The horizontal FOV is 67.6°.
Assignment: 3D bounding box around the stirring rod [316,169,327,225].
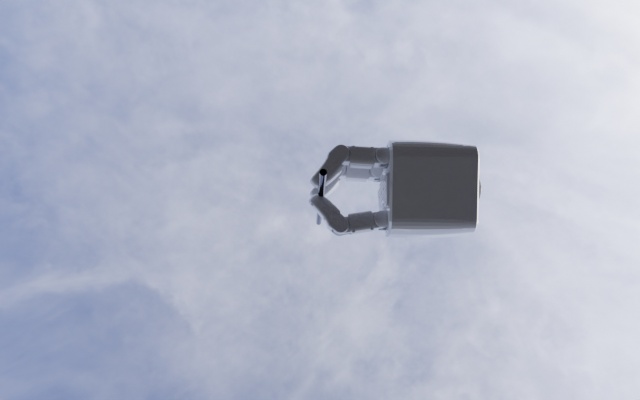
[{"bbox_3d":[0.000,0.002,0.613,0.011,0.011,0.239,0,-15,-1],"label":"stirring rod"}]
